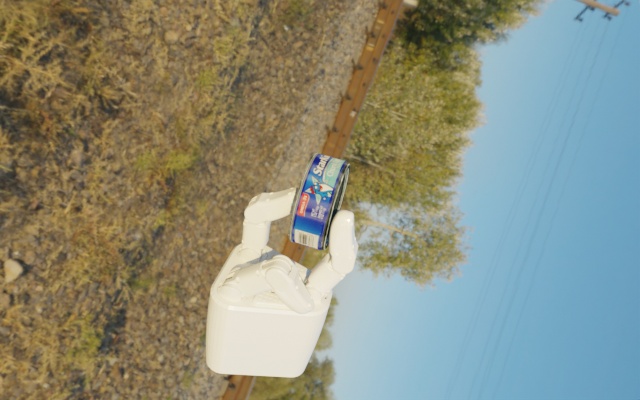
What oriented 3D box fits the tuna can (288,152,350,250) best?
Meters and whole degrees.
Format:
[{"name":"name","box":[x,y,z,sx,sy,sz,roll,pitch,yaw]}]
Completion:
[{"name":"tuna can","box":[0.001,0.002,0.437,0.034,0.086,0.086,16,2,7]}]
